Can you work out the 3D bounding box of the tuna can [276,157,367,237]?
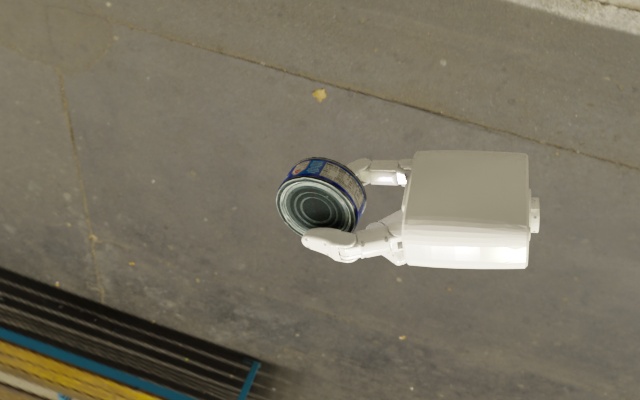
[{"bbox_3d":[0.000,0.002,0.473,0.086,0.086,0.033,0,38,26],"label":"tuna can"}]
